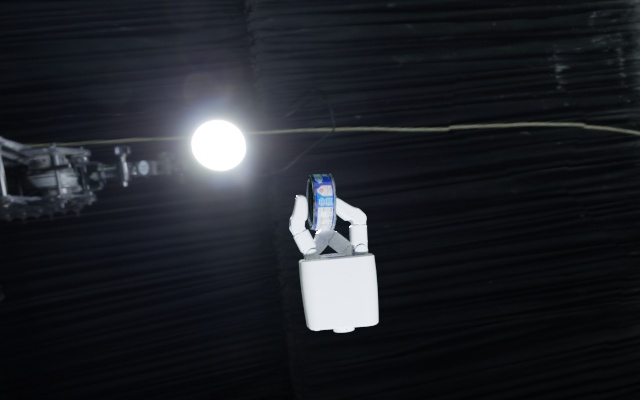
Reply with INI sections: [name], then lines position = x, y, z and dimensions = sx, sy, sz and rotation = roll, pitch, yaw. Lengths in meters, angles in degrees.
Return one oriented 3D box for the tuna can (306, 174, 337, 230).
[tuna can]
position = 0.000, 0.002, 0.725
dimensions = 0.034, 0.086, 0.086
rotation = -2, 0, -9
